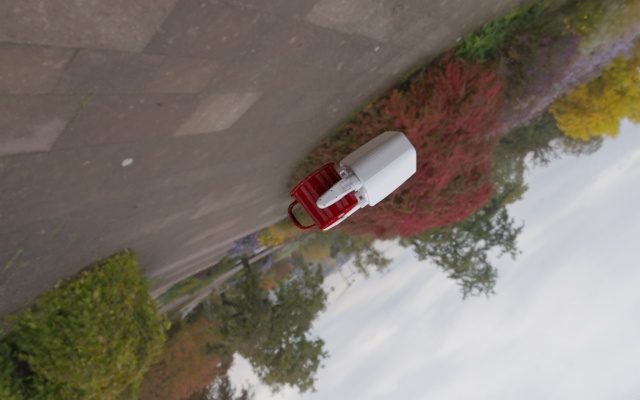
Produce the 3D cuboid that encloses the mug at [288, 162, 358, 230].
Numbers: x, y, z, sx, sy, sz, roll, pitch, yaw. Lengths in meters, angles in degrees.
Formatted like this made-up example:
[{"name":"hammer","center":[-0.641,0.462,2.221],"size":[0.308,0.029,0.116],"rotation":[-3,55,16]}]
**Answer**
[{"name":"mug","center":[-0.001,0.004,0.803],"size":[0.117,0.081,0.093],"rotation":[-37,-6,0]}]
